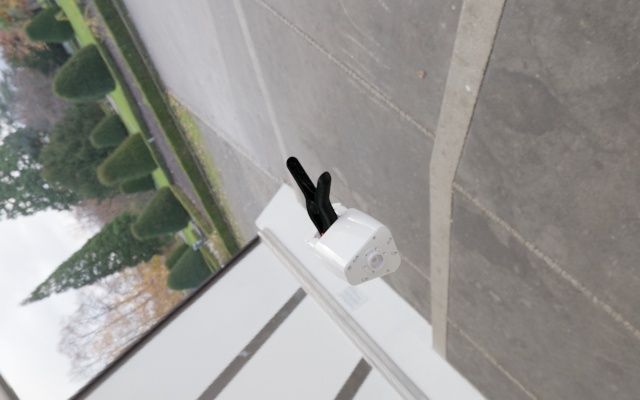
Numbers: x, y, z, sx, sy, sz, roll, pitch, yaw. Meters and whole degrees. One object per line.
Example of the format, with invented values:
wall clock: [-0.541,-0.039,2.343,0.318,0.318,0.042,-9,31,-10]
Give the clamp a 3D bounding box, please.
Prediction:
clamp: [0.000,0.003,0.862,0.039,0.171,0.120,-33,26,-16]
